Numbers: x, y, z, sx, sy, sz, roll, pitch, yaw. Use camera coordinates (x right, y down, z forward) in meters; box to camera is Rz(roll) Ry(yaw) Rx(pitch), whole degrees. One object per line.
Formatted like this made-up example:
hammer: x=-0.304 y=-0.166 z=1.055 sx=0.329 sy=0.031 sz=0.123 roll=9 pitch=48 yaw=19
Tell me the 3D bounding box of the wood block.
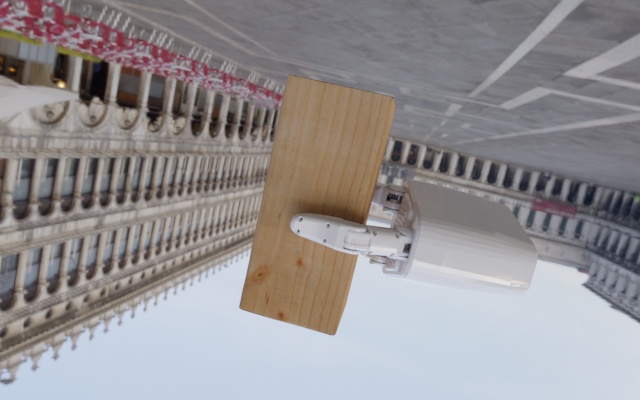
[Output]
wood block: x=0.000 y=0.002 z=0.438 sx=0.090 sy=0.206 sz=0.091 roll=14 pitch=9 yaw=8
